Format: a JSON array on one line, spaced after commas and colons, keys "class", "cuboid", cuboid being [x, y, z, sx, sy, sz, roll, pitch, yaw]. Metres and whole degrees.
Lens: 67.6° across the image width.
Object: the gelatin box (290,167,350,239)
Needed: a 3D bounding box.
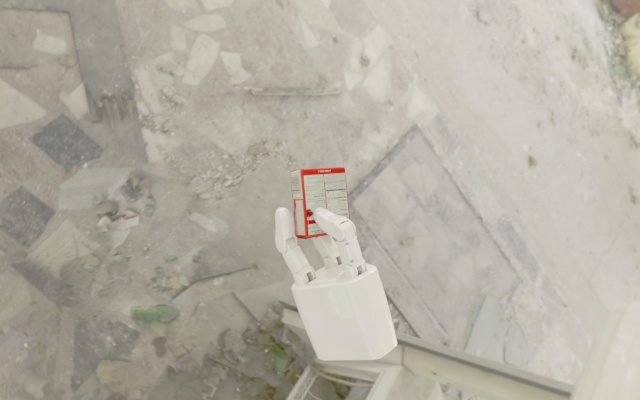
[{"class": "gelatin box", "cuboid": [0.000, 0.002, 0.629, 0.073, 0.089, 0.030, -6, 2, -36]}]
